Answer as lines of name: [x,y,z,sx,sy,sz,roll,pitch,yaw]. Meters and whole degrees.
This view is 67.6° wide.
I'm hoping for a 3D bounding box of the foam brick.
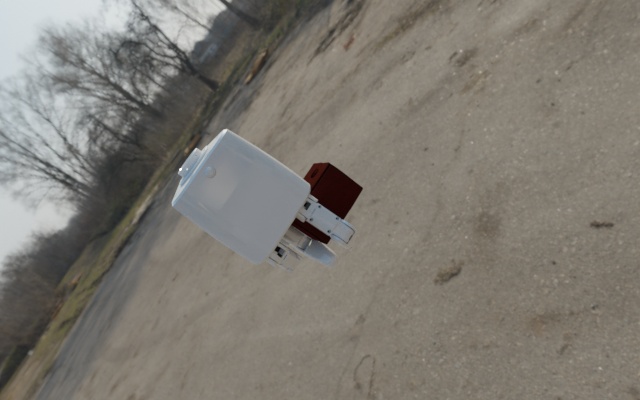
foam brick: [0.000,0.002,0.538,0.051,0.078,0.053,36,-9,-18]
